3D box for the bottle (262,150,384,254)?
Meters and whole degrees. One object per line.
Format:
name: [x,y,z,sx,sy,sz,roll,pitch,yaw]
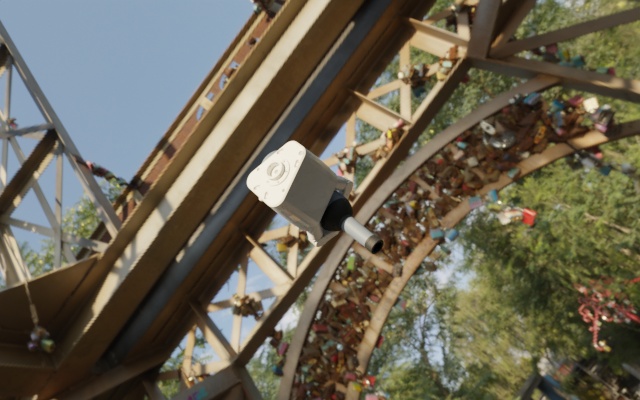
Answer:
bottle: [0.000,0.003,0.848,0.069,0.069,0.295,0,29,-45]
